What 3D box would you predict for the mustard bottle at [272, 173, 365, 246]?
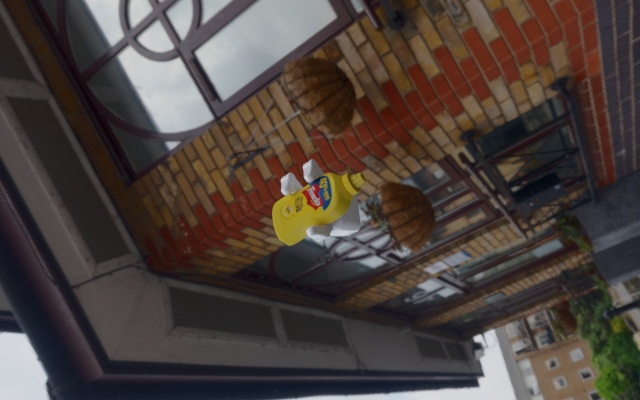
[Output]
[{"bbox_3d":[0.000,0.003,0.891,0.192,0.096,0.058,-30,-44,22],"label":"mustard bottle"}]
